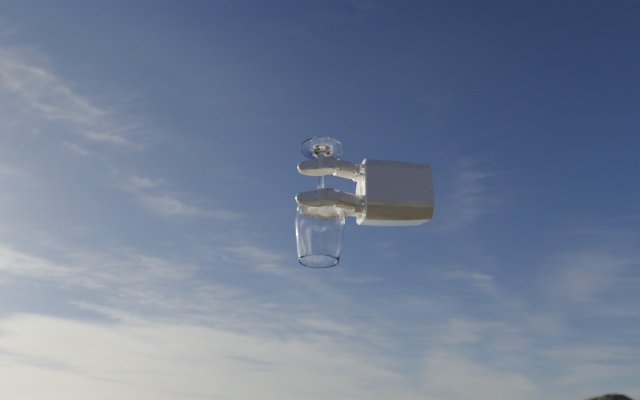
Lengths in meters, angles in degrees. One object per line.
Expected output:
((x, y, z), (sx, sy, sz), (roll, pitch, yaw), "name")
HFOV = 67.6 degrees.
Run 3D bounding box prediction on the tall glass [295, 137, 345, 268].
((0.000, 0.002, 0.758), (0.079, 0.201, 0.079), (2, -26, 1), "tall glass")
